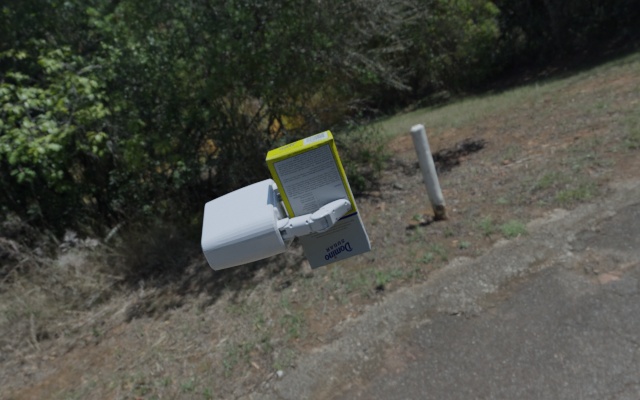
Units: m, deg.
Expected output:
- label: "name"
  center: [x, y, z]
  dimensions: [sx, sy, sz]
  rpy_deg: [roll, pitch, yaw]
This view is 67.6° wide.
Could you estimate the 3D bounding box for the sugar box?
- label: "sugar box"
  center: [0.000, 0.002, 0.665]
  dimensions: [0.093, 0.176, 0.048]
  rpy_deg: [-18, 24, 6]
